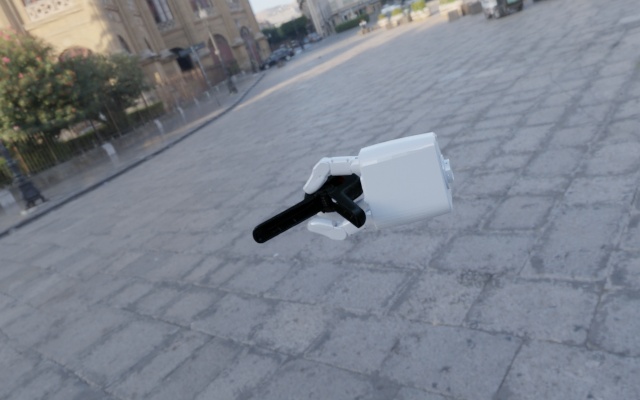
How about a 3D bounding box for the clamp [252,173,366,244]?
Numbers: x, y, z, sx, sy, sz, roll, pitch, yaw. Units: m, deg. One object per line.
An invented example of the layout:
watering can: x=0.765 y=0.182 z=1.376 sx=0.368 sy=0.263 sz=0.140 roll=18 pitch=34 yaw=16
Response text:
clamp: x=0.000 y=0.001 z=0.703 sx=0.164 sy=0.036 sz=0.210 roll=-12 pitch=19 yaw=18
